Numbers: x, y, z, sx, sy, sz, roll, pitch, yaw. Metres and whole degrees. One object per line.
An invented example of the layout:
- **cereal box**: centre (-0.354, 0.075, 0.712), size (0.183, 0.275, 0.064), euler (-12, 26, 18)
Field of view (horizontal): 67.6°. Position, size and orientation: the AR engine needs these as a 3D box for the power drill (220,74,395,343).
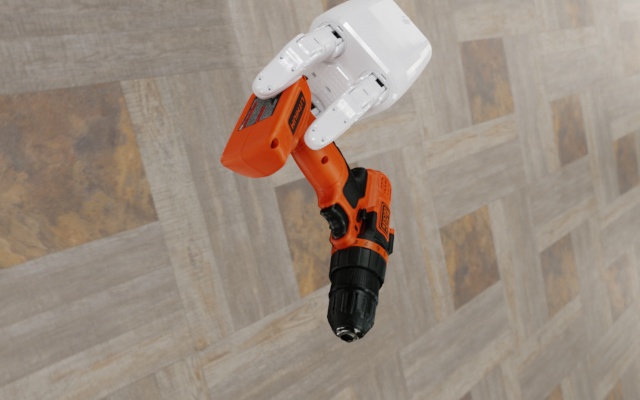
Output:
- **power drill**: centre (0.000, 0.001, 0.408), size (0.057, 0.184, 0.188), euler (-18, -51, 28)
